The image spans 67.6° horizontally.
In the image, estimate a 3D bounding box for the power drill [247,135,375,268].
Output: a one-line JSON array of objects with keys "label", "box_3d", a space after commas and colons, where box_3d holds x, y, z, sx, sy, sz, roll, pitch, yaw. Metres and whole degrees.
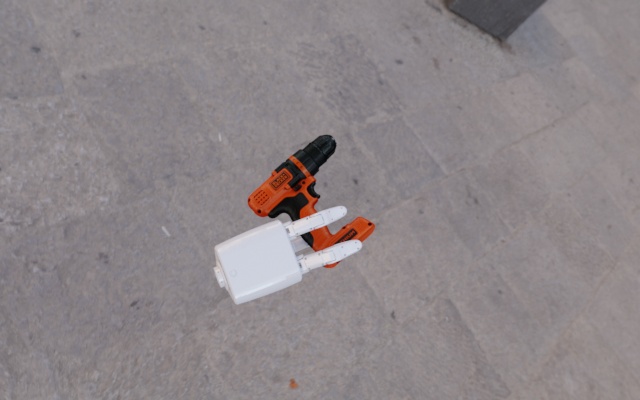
[{"label": "power drill", "box_3d": [0.000, 0.003, 0.787, 0.184, 0.187, 0.057, -43, -16, -5]}]
